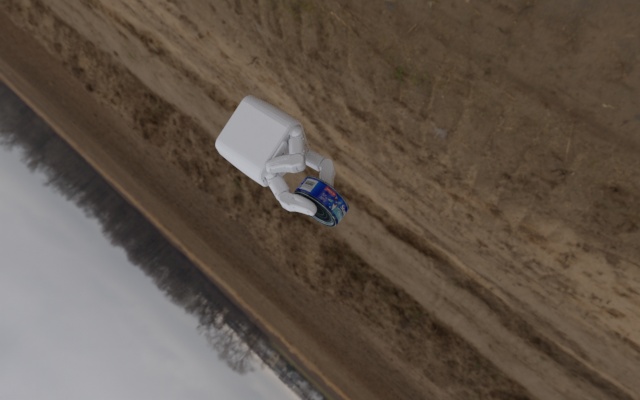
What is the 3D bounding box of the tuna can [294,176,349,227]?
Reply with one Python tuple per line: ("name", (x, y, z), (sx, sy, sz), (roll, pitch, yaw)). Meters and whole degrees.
("tuna can", (0.000, 0.003, 0.744), (0.086, 0.033, 0.086), (34, -20, 14))
